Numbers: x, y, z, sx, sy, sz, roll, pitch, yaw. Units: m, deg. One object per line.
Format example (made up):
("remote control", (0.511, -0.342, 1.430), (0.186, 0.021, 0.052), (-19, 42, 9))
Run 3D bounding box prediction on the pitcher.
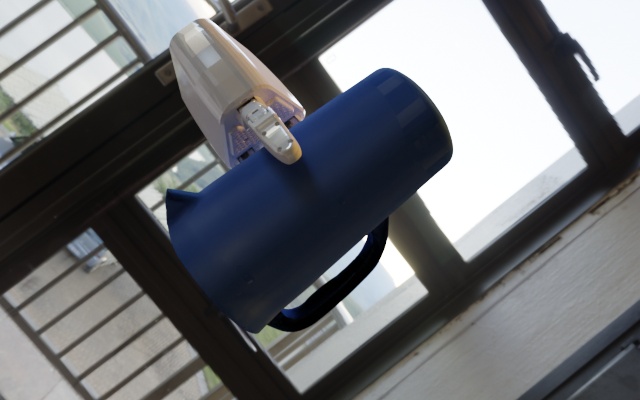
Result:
("pitcher", (0.000, 0.001, 0.433), (0.243, 0.145, 0.149), (-38, -21, -3))
